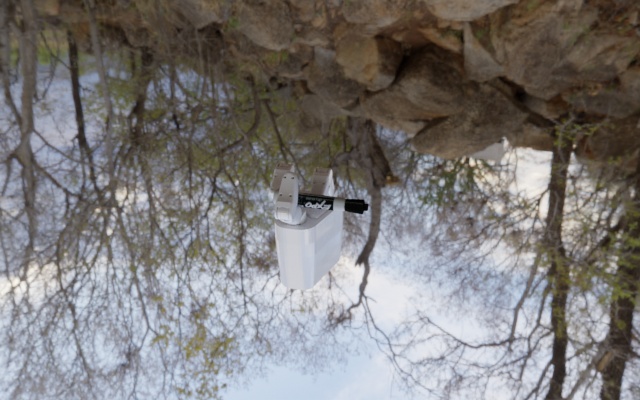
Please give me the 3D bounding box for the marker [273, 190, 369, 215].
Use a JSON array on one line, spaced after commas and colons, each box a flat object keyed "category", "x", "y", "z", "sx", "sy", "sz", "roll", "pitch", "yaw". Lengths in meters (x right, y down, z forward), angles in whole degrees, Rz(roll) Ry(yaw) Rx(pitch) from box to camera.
[{"category": "marker", "x": 0.000, "y": 0.002, "z": 0.600, "sx": 0.121, "sy": 0.020, "sz": 0.020, "roll": 7, "pitch": 1, "yaw": 14}]
